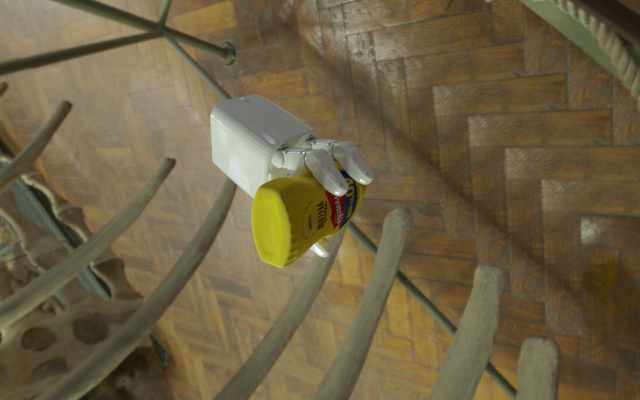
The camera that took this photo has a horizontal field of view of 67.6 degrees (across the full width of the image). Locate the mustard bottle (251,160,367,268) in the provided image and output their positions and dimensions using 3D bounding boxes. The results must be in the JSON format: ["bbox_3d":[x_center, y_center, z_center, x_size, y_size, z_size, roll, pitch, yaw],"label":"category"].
[{"bbox_3d":[0.000,0.002,0.582,0.058,0.096,0.191,14,26,33],"label":"mustard bottle"}]
